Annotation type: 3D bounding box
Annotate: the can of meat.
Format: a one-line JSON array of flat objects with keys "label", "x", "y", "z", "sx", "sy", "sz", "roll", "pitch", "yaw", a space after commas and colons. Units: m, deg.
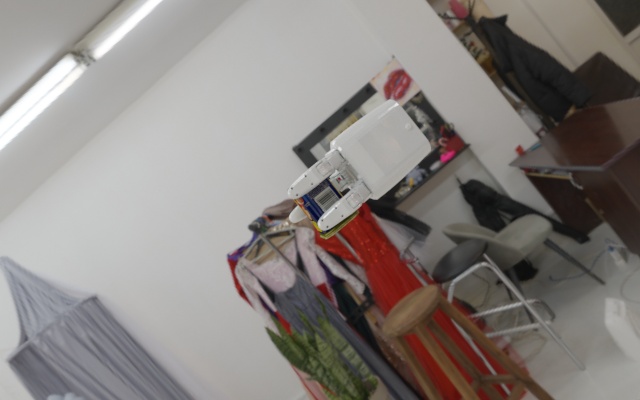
[{"label": "can of meat", "x": 0.000, "y": 0.002, "z": 0.656, "sx": 0.057, "sy": 0.084, "sz": 0.102, "roll": -39, "pitch": 2, "yaw": -5}]
